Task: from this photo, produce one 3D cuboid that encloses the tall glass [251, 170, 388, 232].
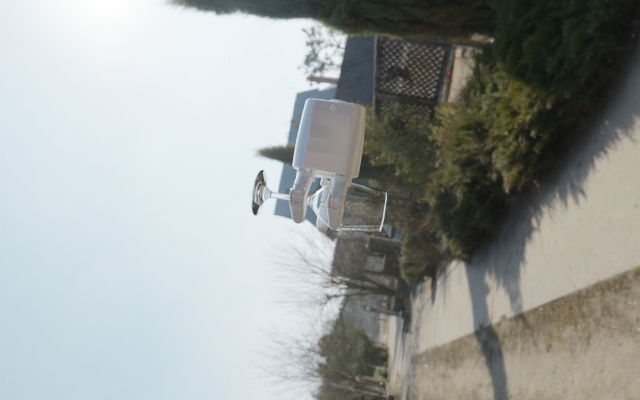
[{"bbox_3d":[-0.001,0.002,0.739,0.201,0.079,0.079,9,1,8],"label":"tall glass"}]
